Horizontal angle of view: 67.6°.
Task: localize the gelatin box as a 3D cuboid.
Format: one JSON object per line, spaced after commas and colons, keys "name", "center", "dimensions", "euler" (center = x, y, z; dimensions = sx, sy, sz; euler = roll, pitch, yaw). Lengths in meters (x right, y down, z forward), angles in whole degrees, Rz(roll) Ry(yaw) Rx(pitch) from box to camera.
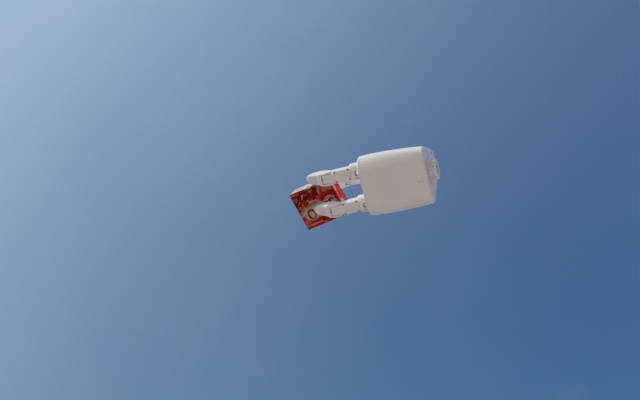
{"name": "gelatin box", "center": [0.000, 0.003, 0.841], "dimensions": [0.089, 0.073, 0.030], "euler": [-23, 12, 30]}
